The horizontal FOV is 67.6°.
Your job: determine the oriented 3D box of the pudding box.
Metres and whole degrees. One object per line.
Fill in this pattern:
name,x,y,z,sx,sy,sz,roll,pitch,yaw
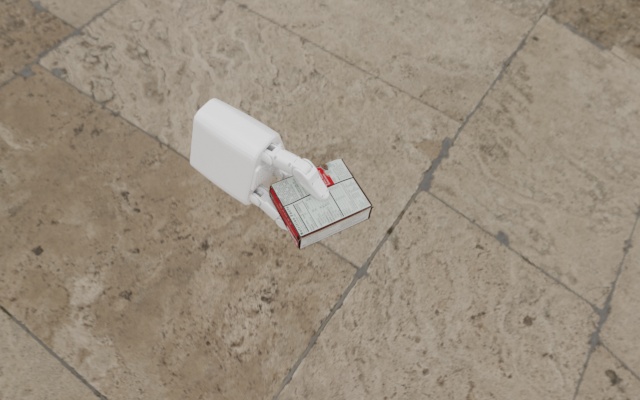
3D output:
pudding box,0.000,0.002,0.637,0.113,0.090,0.039,-23,-24,-17
